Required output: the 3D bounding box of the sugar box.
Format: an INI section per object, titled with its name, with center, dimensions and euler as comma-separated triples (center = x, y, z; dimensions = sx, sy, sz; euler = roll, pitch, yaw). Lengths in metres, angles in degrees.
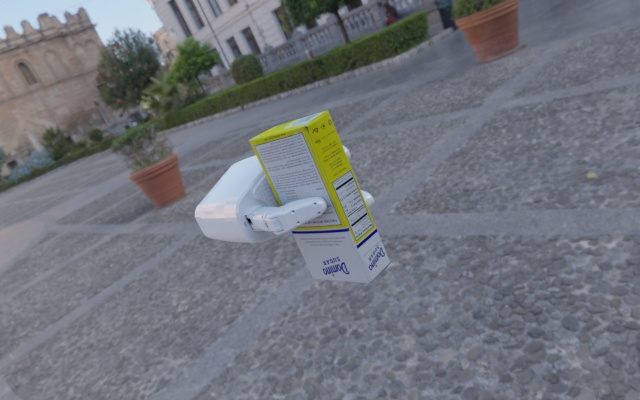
[sugar box]
center = 0.000, 0.001, 0.507
dimensions = 0.093, 0.176, 0.048
euler = -5, 26, 48
